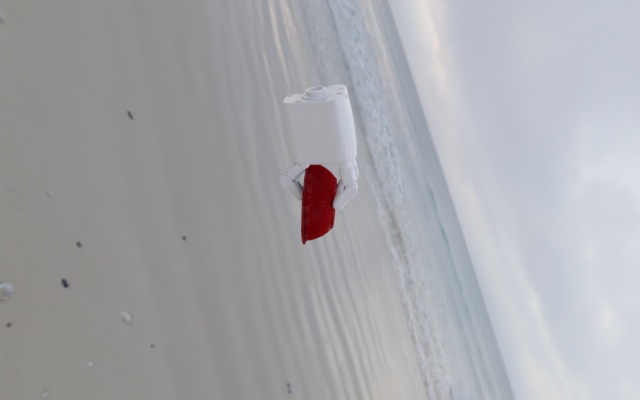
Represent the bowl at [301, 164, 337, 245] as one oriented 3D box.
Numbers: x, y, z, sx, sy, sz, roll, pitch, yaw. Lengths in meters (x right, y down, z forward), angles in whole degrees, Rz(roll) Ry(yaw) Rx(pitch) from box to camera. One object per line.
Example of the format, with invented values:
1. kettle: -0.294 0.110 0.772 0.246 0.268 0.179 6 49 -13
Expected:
1. bowl: 0.001 0.004 0.881 0.055 0.162 0.162 4 0 3
